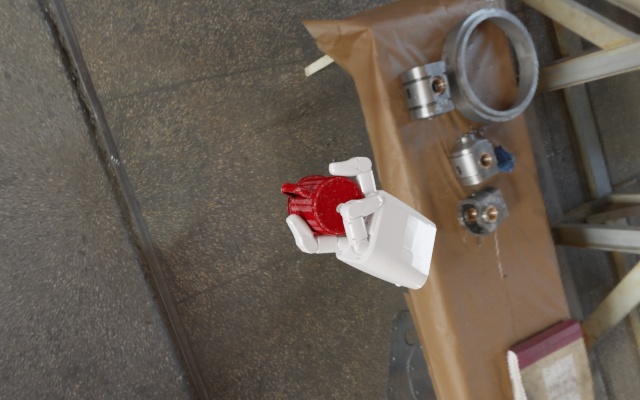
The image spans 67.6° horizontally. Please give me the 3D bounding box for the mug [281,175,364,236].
[{"bbox_3d":[-0.001,0.002,0.674,0.117,0.093,0.081,27,-12,-23],"label":"mug"}]
